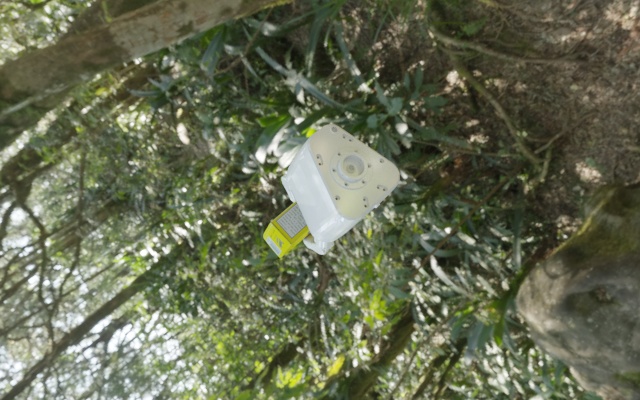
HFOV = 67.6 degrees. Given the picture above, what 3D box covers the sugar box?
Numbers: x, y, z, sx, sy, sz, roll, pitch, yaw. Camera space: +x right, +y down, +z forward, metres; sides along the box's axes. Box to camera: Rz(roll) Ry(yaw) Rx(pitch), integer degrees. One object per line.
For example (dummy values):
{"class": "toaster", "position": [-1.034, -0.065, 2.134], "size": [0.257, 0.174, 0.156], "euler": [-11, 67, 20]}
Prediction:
{"class": "sugar box", "position": [0.000, 0.003, 0.678], "size": [0.176, 0.048, 0.093], "euler": [-39, -4, -21]}
